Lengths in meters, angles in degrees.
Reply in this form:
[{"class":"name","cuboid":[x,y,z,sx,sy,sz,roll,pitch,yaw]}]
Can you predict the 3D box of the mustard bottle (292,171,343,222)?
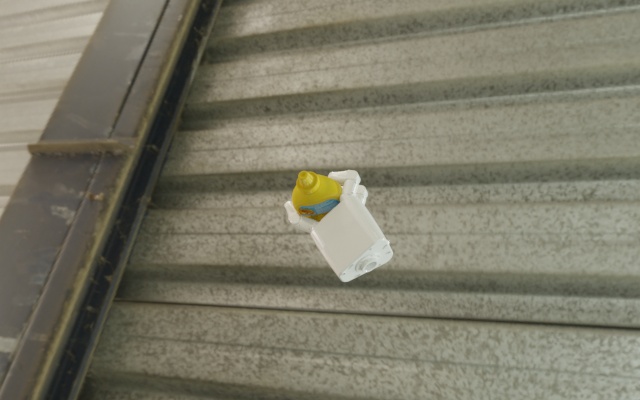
[{"class":"mustard bottle","cuboid":[0.000,0.003,0.896,0.096,0.058,0.192,-13,-32,14]}]
